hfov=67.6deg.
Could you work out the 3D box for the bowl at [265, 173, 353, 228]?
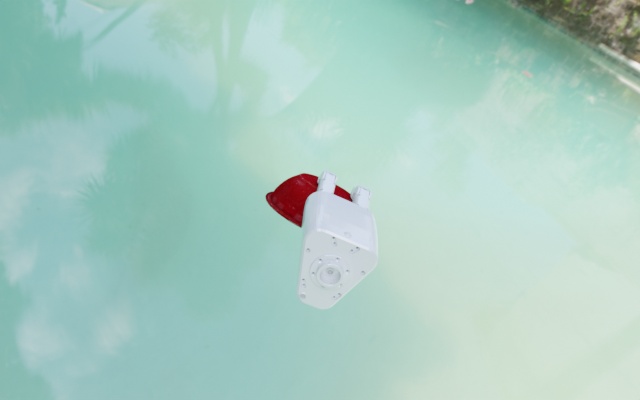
[{"bbox_3d":[0.000,0.002,0.733,0.162,0.055,0.162,24,13,-6],"label":"bowl"}]
